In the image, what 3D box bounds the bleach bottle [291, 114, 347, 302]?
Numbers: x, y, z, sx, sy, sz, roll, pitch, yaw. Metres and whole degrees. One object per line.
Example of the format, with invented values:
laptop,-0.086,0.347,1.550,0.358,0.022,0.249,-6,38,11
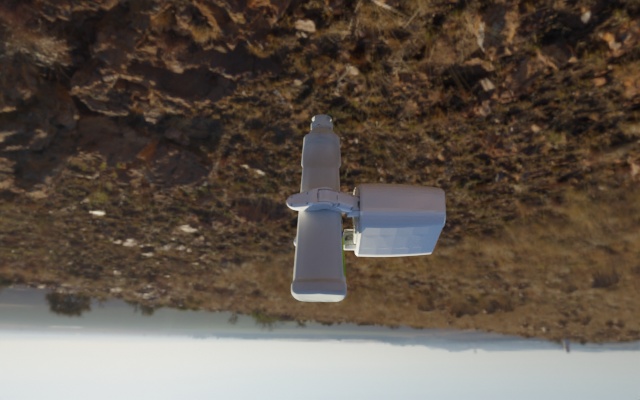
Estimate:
bleach bottle,0.000,0.002,0.629,0.068,0.250,0.102,1,-17,1
